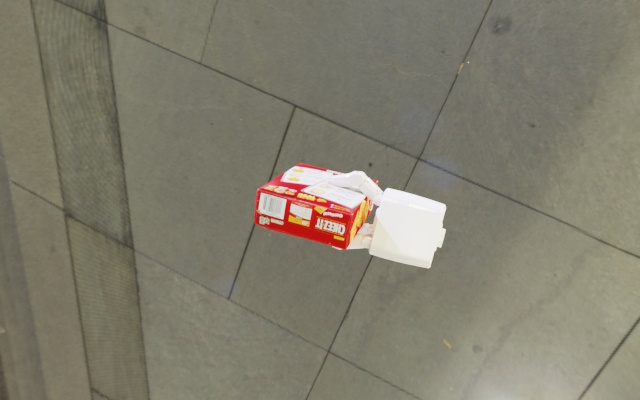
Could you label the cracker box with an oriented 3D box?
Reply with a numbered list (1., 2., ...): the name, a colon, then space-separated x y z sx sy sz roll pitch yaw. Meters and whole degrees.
1. cracker box: 0.000 0.003 0.850 0.164 0.072 0.213 14 19 13
